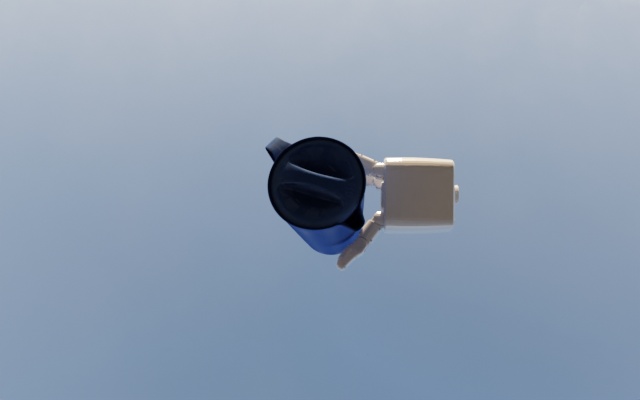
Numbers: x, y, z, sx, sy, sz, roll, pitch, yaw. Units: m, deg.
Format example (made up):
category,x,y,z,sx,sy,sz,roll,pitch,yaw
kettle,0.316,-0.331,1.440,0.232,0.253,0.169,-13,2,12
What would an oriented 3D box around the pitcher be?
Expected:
category,x,y,z,sx,sy,sz,roll,pitch,yaw
pitcher,0.000,0.002,0.745,0.145,0.149,0.243,-2,-18,6
